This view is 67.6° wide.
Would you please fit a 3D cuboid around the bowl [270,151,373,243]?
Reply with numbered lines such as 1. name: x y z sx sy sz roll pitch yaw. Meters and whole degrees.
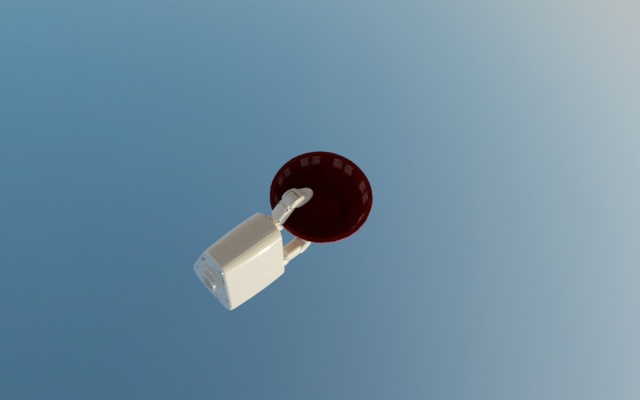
1. bowl: 0.001 0.002 0.769 0.162 0.162 0.055 0 -26 -3
